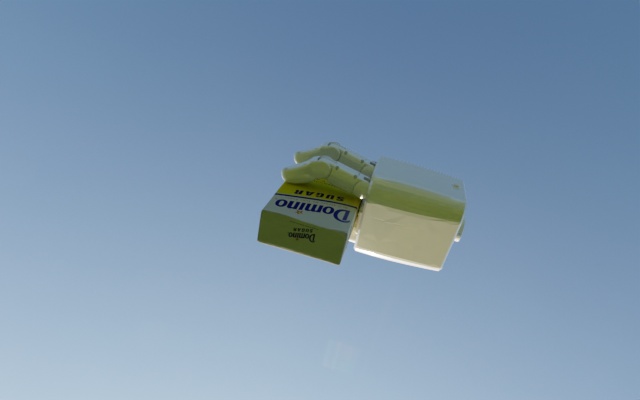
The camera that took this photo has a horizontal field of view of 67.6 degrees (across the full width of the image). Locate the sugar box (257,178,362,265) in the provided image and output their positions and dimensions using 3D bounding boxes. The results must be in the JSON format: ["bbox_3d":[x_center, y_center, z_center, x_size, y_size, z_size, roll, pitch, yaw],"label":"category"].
[{"bbox_3d":[0.000,0.001,0.557,0.093,0.048,0.176,15,25,7],"label":"sugar box"}]
